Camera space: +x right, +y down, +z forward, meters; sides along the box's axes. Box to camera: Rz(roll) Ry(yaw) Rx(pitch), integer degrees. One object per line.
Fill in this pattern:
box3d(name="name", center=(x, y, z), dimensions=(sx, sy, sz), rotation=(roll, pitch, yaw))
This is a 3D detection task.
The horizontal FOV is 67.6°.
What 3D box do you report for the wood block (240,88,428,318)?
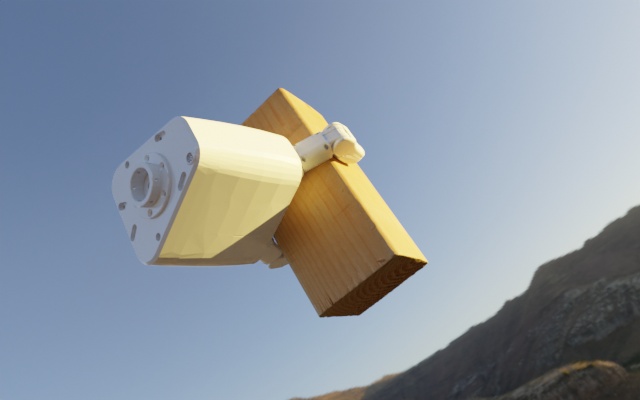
box3d(name="wood block", center=(0.000, 0.001, 0.469), dimensions=(0.091, 0.206, 0.090), rotation=(-41, -27, 16))
